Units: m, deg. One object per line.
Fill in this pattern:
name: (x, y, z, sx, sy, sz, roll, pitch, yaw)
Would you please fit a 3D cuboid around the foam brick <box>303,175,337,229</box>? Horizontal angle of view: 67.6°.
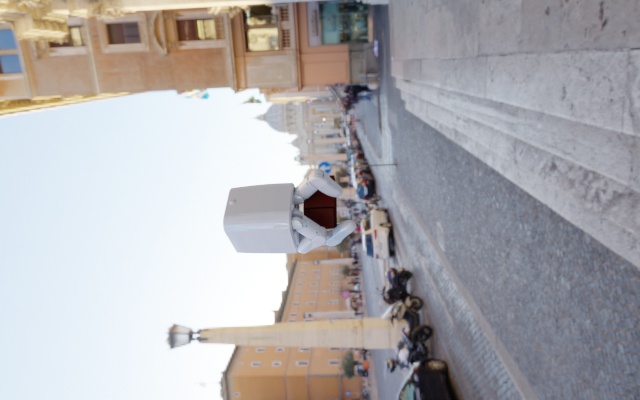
foam brick: (0.000, 0.002, 0.791, 0.051, 0.053, 0.078, -3, 44, 5)
